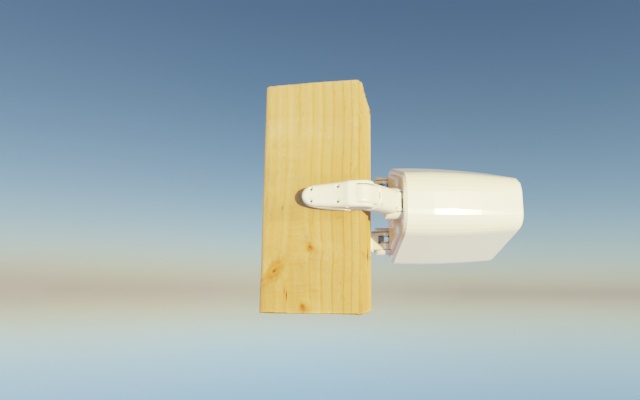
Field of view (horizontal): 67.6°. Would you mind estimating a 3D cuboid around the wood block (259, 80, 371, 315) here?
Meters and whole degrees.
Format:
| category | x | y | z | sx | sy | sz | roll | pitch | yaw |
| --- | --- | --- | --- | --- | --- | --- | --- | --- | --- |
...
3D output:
| category | x | y | z | sx | sy | sz | roll | pitch | yaw |
| --- | --- | --- | --- | --- | --- | --- | --- | --- | --- |
| wood block | 0.000 | 0.002 | 0.457 | 0.090 | 0.206 | 0.091 | -2 | -11 | 11 |
